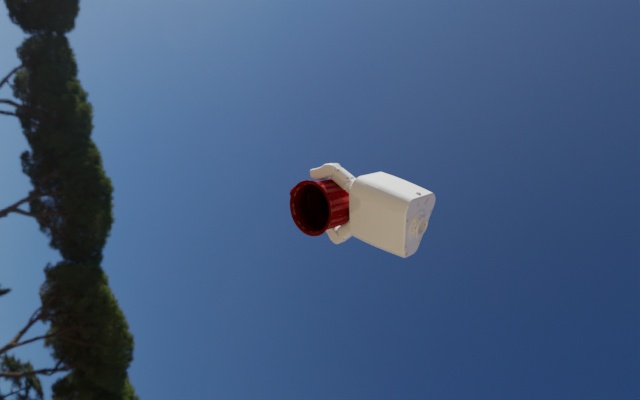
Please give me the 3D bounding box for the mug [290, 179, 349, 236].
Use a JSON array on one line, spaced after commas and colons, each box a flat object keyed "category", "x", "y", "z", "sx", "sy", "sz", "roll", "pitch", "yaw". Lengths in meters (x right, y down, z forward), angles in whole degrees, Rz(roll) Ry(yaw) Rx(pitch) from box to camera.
[{"category": "mug", "x": -0.001, "y": 0.002, "z": 0.813, "sx": 0.117, "sy": 0.093, "sz": 0.081, "roll": 25, "pitch": 25, "yaw": 36}]
